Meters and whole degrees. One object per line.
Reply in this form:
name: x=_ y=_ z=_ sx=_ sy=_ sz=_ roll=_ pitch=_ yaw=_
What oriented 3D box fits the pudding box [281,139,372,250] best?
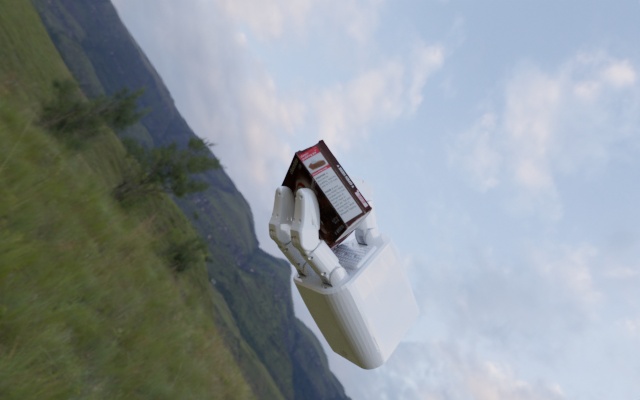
pudding box: x=0.000 y=0.002 z=0.503 sx=0.039 sy=0.090 sz=0.113 roll=-31 pitch=-11 yaw=-25
